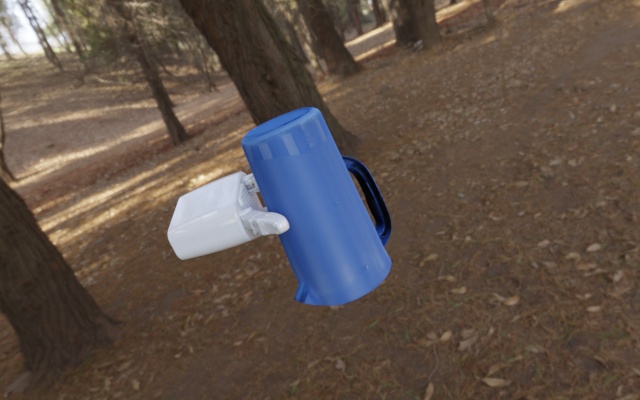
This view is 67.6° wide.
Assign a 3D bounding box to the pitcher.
[{"bbox_3d":[0.000,0.002,0.636,0.145,0.243,0.149,-19,18,14],"label":"pitcher"}]
